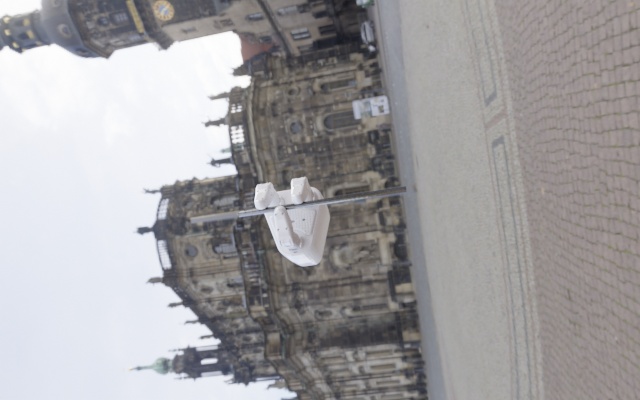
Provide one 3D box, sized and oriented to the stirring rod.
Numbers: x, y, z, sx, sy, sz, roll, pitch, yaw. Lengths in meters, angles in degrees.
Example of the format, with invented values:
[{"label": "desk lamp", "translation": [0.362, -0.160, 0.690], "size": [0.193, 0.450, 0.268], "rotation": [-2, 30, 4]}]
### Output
[{"label": "stirring rod", "translation": [0.000, 0.002, 0.674], "size": [0.239, 0.011, 0.011], "rotation": [-9, -1, 8]}]
